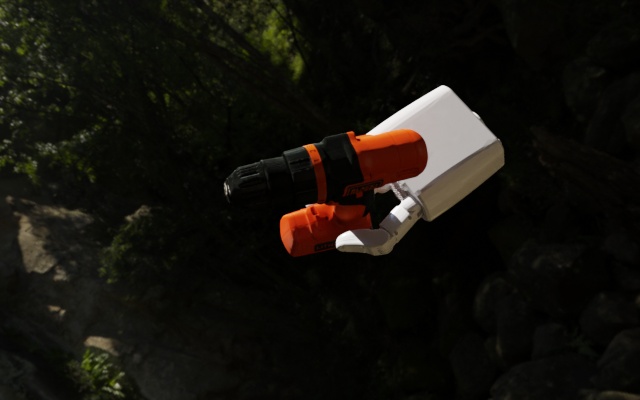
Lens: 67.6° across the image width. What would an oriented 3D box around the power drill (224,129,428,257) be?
[{"bbox_3d":[0.000,0.002,0.484,0.184,0.057,0.188,-12,-20,-12],"label":"power drill"}]
